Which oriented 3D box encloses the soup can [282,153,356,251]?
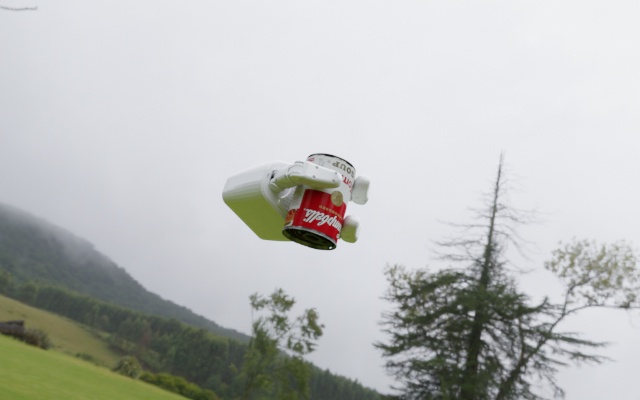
[{"bbox_3d":[0.000,0.002,0.584,0.068,0.102,0.068,15,-21,6],"label":"soup can"}]
